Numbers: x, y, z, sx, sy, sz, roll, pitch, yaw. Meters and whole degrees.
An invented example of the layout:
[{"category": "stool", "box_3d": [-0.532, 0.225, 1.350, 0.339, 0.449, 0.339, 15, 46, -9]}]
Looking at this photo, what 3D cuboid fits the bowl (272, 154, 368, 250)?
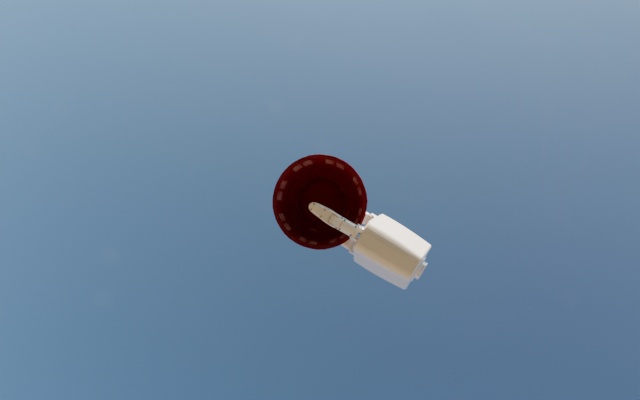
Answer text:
[{"category": "bowl", "box_3d": [-0.001, 0.002, 0.833, 0.162, 0.162, 0.055, 0, 0, 4]}]
